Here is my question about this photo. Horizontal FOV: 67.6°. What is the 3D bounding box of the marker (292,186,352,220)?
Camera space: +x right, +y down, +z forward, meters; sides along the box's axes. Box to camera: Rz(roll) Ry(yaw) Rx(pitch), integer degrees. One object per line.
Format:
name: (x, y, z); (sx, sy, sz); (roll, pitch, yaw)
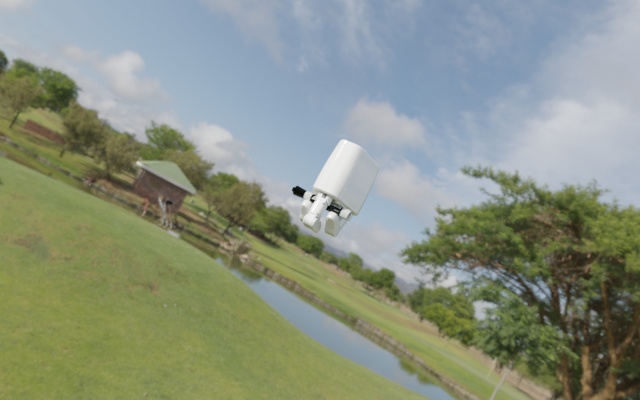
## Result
marker: (0.000, 0.003, 0.873); (0.121, 0.020, 0.020); (26, 9, 19)
